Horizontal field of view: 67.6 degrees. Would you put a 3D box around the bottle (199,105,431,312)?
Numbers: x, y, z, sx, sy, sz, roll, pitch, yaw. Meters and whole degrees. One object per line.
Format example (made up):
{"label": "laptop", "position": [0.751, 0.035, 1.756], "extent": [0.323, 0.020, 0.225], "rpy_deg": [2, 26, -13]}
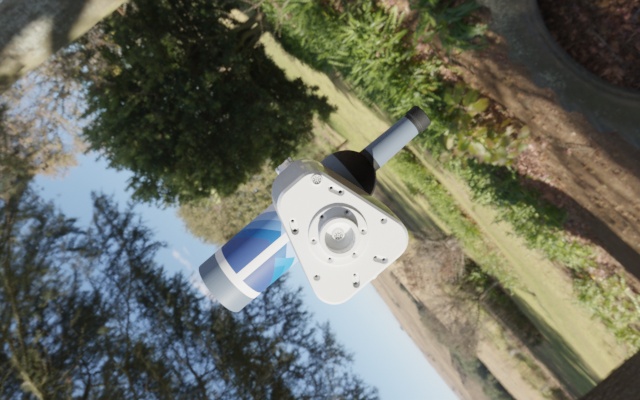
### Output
{"label": "bottle", "position": [0.000, 0.002, 0.524], "extent": [0.296, 0.069, 0.069], "rpy_deg": [-40, -1, 1]}
